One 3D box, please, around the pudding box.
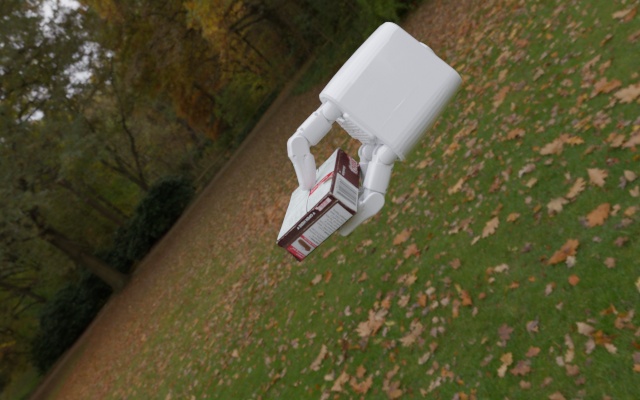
[{"bbox_3d":[0.000,0.002,0.530,0.039,0.090,0.113,39,27,-13],"label":"pudding box"}]
